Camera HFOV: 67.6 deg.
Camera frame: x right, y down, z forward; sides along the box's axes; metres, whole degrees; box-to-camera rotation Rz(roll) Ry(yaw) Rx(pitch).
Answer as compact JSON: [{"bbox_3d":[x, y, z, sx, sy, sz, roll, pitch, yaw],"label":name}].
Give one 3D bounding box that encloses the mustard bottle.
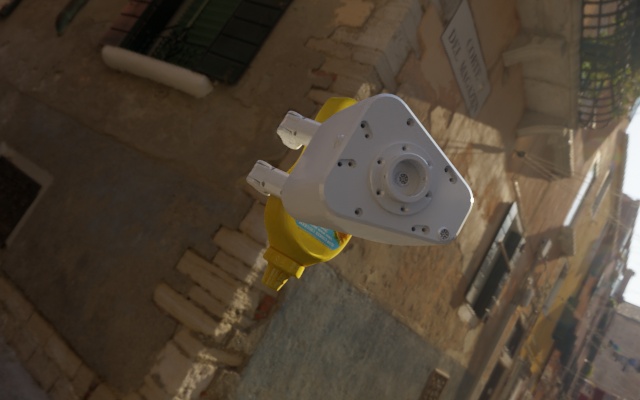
[{"bbox_3d":[0.000,0.001,0.469,0.096,0.191,0.058,38,-12,-37],"label":"mustard bottle"}]
